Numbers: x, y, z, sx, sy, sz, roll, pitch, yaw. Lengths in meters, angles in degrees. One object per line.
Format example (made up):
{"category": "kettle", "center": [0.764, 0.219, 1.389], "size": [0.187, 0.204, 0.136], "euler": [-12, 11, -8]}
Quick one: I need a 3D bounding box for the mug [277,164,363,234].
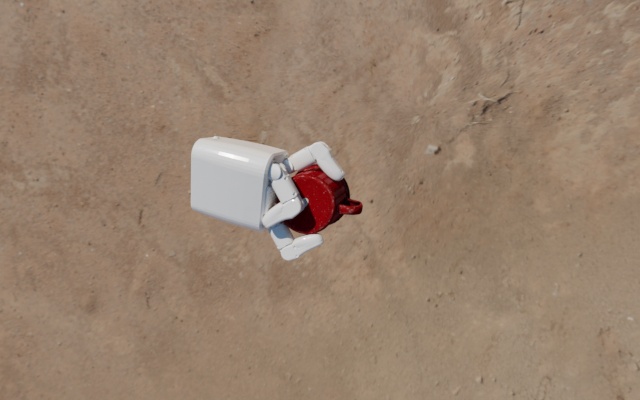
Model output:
{"category": "mug", "center": [0.001, 0.003, 0.659], "size": [0.117, 0.093, 0.081], "euler": [14, 13, 10]}
